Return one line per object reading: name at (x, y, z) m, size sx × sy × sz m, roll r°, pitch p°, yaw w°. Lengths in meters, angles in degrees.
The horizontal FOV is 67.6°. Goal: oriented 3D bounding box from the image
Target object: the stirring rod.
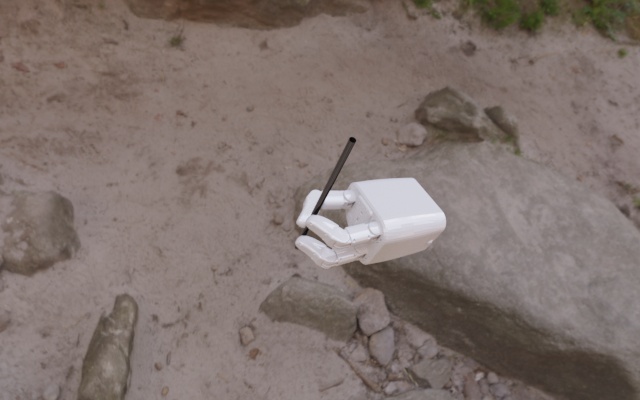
stirring rod at (0.000, 0.002, 0.596) m, size 0.011 × 0.011 × 0.240 m, roll 0°, pitch -33°, yaw -20°
